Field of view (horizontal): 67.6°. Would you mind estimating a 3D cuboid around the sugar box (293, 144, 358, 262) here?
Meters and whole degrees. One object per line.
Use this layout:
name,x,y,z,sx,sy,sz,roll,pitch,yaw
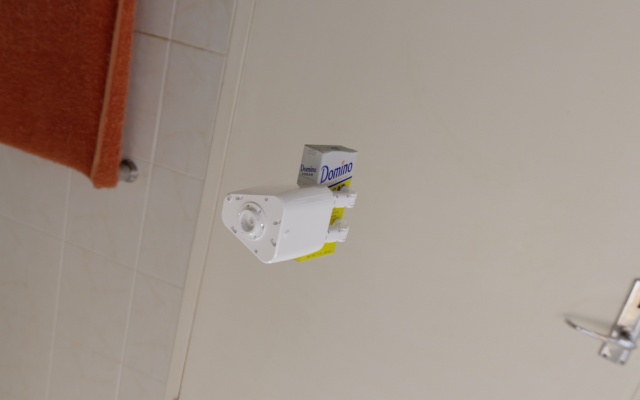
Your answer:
sugar box,0.000,0.003,0.746,0.048,0.176,0.093,25,20,33
